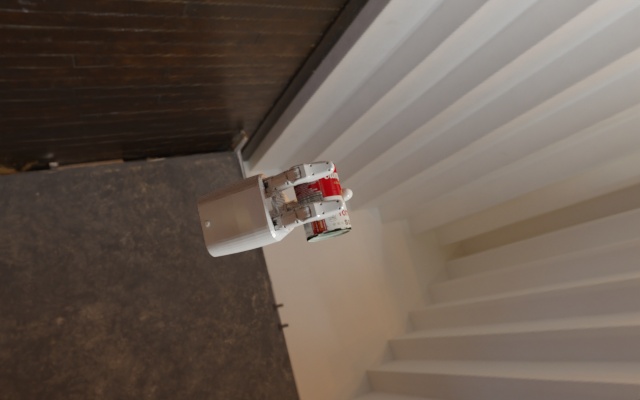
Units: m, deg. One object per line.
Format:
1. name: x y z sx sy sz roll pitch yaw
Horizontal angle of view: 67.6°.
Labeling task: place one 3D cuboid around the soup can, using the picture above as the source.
1. soup can: 0.001 0.002 0.685 0.068 0.102 0.068 -14 -11 -3
